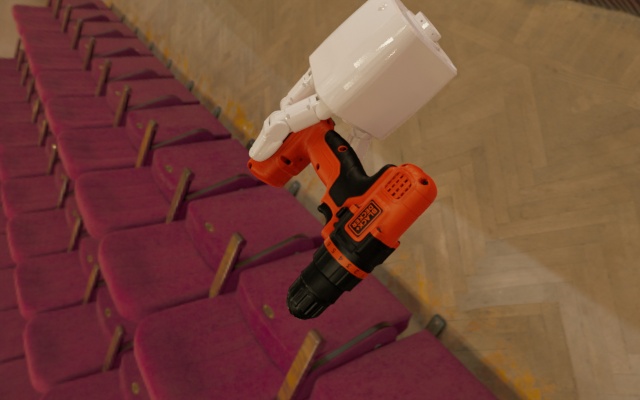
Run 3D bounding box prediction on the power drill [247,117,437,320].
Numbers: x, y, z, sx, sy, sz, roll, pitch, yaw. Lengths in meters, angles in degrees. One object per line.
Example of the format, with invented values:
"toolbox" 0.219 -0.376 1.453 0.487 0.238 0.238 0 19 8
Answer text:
"power drill" 0.000 0.001 0.489 0.187 0.184 0.057 49 10 35
